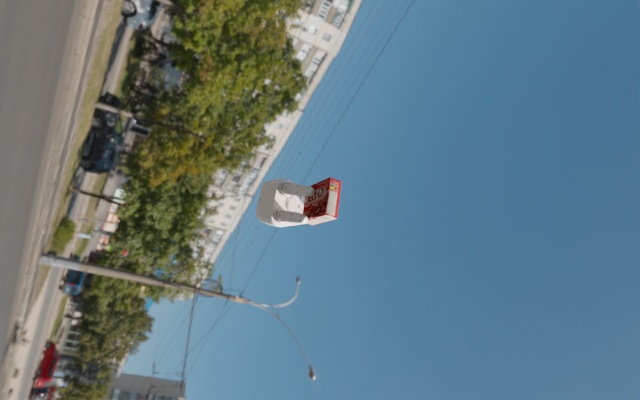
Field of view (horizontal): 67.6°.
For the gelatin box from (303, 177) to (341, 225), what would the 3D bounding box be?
[{"bbox_3d":[0.001,0.003,0.893,0.030,0.073,0.089,18,-20,-28],"label":"gelatin box"}]
